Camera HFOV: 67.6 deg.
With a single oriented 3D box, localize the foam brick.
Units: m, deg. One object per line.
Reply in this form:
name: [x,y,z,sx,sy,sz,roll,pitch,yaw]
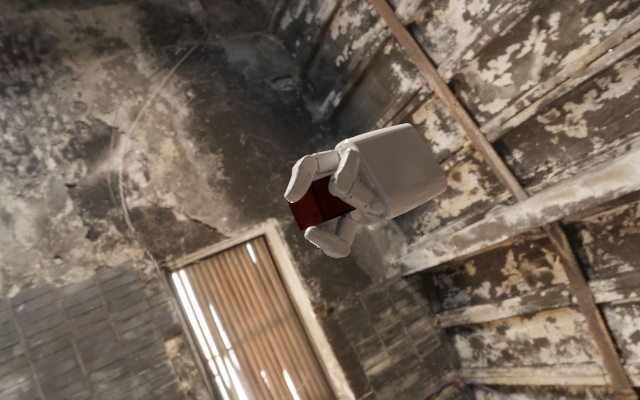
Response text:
foam brick: [0.000,0.002,0.608,0.051,0.053,0.078,-21,-1,-29]
